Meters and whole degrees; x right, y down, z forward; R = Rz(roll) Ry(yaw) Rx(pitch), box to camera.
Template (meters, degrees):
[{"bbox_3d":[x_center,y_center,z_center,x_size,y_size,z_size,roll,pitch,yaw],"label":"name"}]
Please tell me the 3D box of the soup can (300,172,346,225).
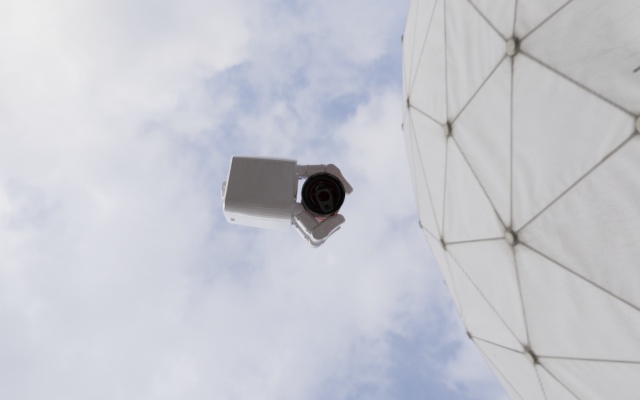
[{"bbox_3d":[0.001,0.003,0.771,0.068,0.068,0.102,0,-15,-5],"label":"soup can"}]
